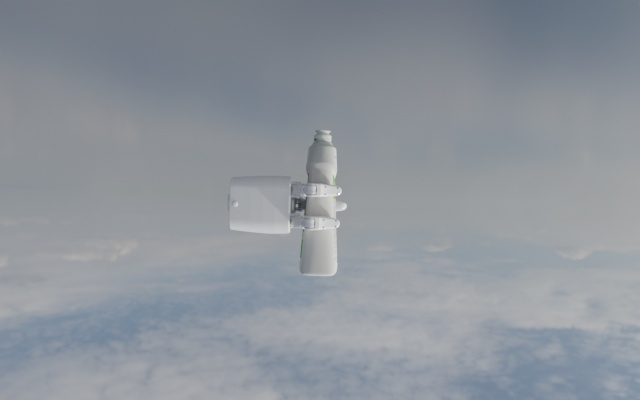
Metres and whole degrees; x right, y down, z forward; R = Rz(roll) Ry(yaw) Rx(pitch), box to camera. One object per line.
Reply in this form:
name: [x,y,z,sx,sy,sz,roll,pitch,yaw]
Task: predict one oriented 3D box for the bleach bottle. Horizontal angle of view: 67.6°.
bleach bottle: [0.000,0.003,0.852,0.068,0.251,0.102,2,1,1]
